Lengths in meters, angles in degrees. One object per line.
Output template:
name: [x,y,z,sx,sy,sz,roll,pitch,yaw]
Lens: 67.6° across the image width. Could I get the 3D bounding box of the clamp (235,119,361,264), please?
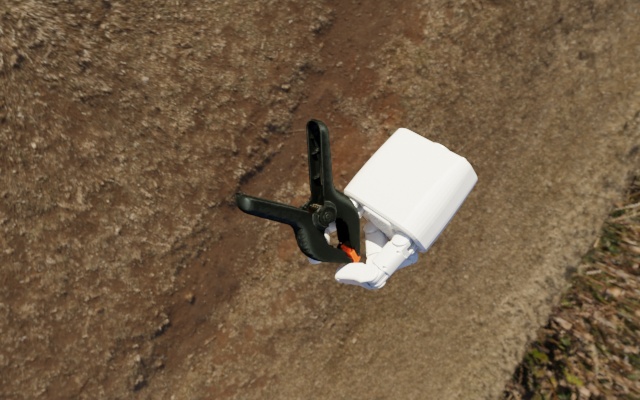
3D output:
clamp: [0.000,0.002,0.506,0.039,0.120,0.171,32,-10,49]
